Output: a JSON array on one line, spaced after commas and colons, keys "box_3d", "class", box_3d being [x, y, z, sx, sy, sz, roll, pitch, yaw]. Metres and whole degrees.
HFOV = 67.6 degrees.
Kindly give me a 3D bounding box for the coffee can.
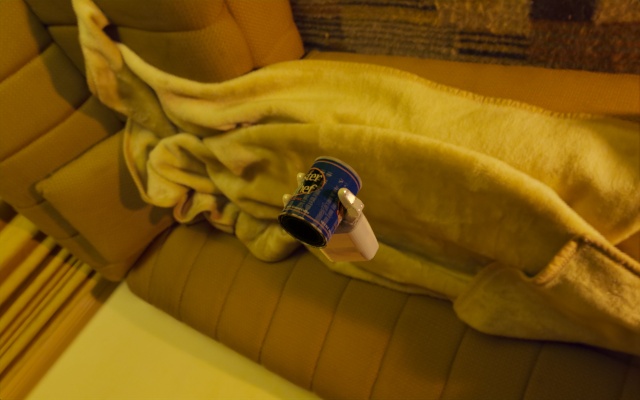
[{"box_3d": [0.000, 0.003, 0.884, 0.103, 0.140, 0.103, 26, -26, 14], "class": "coffee can"}]
